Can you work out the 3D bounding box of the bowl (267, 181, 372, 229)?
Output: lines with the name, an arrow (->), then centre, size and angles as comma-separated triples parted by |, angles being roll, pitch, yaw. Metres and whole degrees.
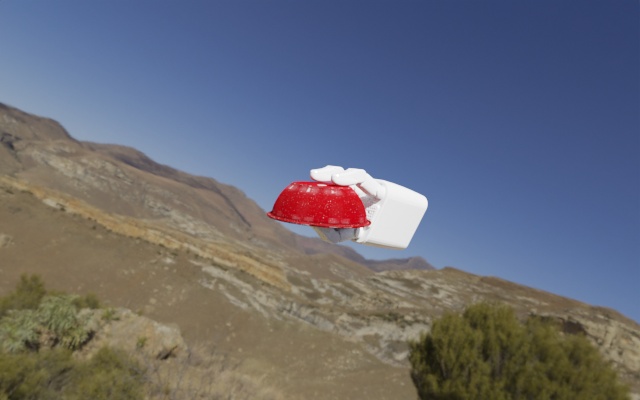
bowl -> -0.001, 0.002, 0.731 | 0.162, 0.055, 0.162 | 5, 6, -1
